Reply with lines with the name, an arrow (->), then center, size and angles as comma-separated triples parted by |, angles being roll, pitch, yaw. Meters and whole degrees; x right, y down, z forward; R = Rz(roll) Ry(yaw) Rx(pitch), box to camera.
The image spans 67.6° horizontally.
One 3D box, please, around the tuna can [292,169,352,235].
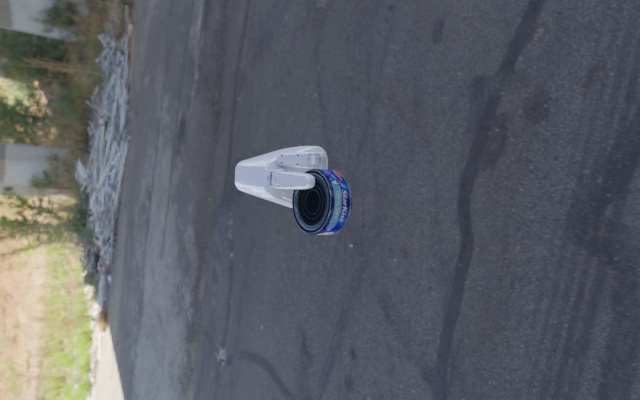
tuna can -> 0.000, 0.002, 0.616 | 0.034, 0.086, 0.086 | 2, -2, -39
